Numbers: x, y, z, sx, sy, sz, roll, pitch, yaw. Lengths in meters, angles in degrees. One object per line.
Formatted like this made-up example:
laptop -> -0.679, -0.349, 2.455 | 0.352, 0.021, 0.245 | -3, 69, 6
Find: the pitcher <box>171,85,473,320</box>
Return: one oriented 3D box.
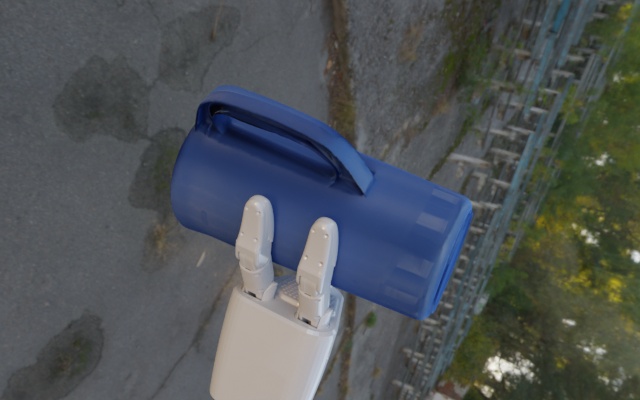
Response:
pitcher -> 0.000, 0.002, 0.416 | 0.243, 0.145, 0.149 | 22, 11, 19
